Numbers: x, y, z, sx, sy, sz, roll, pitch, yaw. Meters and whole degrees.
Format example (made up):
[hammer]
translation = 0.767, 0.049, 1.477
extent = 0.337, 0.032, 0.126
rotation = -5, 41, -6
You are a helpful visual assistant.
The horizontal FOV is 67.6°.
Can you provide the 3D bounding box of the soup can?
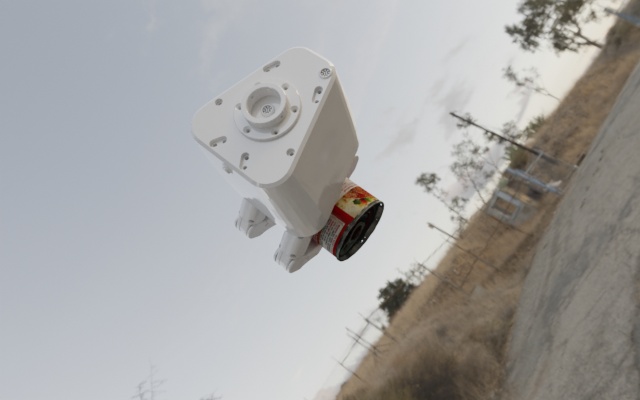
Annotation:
[soup can]
translation = 0.000, 0.001, 0.458
extent = 0.102, 0.068, 0.068
rotation = 36, 15, 22
